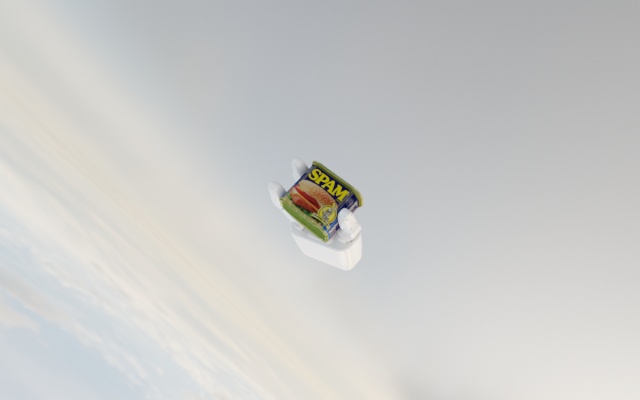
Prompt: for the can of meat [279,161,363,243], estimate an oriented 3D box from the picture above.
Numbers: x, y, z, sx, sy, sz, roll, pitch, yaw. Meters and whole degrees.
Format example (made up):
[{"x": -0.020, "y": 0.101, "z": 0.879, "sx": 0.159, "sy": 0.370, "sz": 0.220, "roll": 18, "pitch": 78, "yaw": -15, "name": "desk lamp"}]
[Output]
[{"x": 0.000, "y": 0.003, "z": 0.732, "sx": 0.102, "sy": 0.084, "sz": 0.057, "roll": 37, "pitch": -16, "yaw": 20, "name": "can of meat"}]
